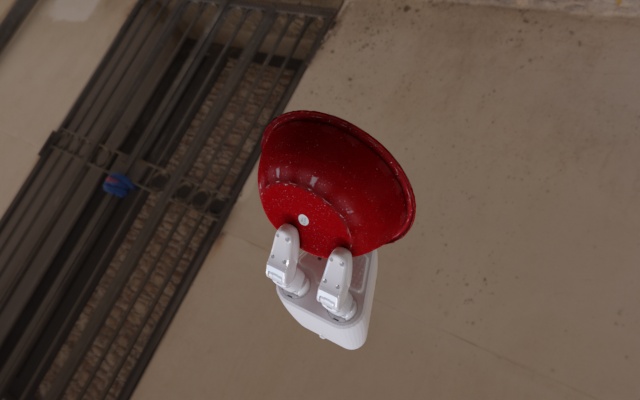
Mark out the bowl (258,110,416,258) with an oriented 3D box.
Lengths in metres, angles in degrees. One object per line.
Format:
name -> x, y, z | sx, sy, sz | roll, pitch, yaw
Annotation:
bowl -> 0.000, 0.001, 0.427 | 0.162, 0.162, 0.055 | 0, 41, 42
